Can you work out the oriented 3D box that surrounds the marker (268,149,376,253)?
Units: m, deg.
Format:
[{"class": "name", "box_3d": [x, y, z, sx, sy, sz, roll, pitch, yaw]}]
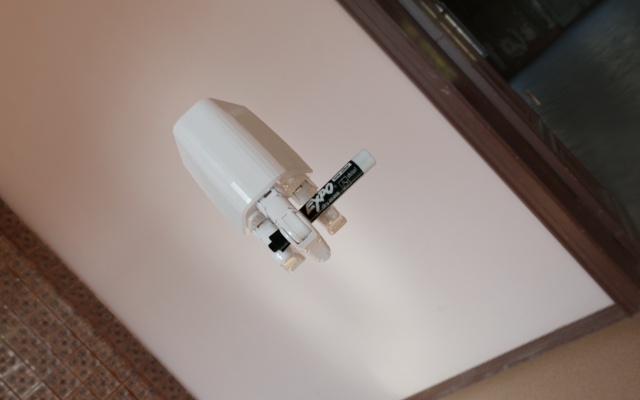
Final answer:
[{"class": "marker", "box_3d": [0.000, 0.001, 0.423, 0.121, 0.020, 0.020, -43, 3, -3]}]
